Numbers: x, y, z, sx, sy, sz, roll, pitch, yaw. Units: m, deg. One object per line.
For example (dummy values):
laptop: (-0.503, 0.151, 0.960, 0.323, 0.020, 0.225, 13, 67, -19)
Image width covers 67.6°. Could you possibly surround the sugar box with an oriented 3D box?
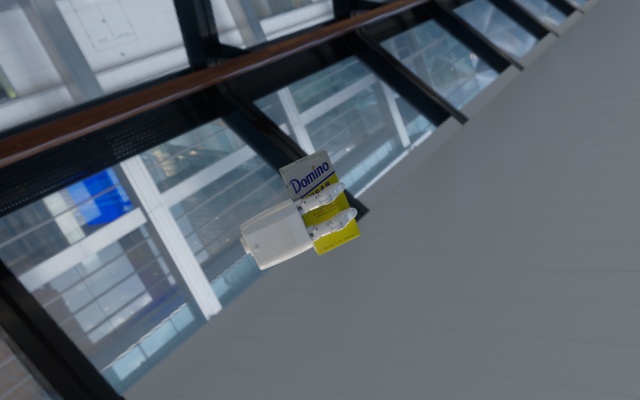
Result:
sugar box: (0.000, 0.003, 0.898, 0.093, 0.176, 0.048, -26, 17, -9)
